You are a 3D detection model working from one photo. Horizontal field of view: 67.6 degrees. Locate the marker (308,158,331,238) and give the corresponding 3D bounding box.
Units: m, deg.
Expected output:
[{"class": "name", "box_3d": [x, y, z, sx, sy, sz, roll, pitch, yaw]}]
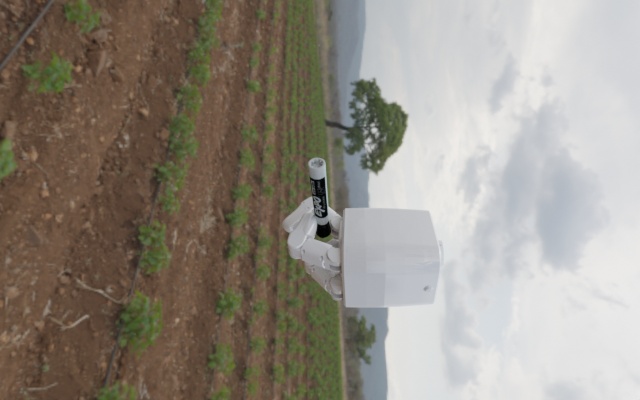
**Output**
[{"class": "marker", "box_3d": [0.000, 0.002, 0.548, 0.020, 0.020, 0.121, 0, -43, 5]}]
